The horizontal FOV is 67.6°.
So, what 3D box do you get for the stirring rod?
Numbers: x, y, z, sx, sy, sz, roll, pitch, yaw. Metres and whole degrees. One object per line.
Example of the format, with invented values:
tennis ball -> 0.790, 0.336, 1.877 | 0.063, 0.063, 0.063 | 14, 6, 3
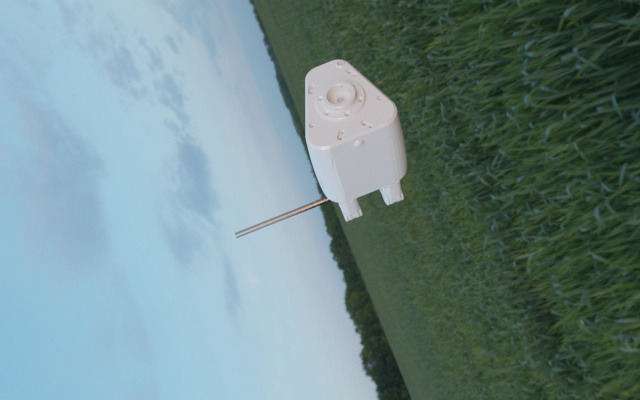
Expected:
stirring rod -> 0.000, 0.002, 0.627 | 0.239, 0.011, 0.011 | -22, -1, 2
